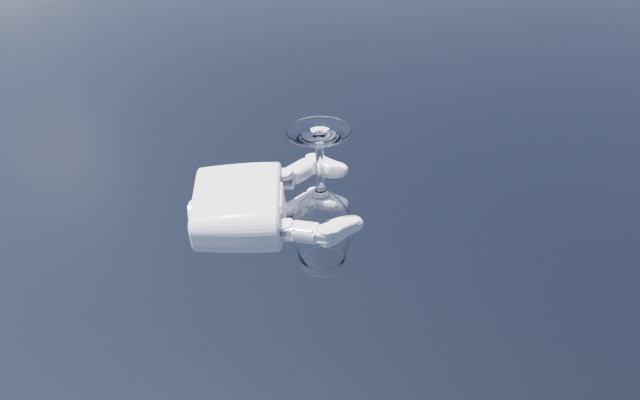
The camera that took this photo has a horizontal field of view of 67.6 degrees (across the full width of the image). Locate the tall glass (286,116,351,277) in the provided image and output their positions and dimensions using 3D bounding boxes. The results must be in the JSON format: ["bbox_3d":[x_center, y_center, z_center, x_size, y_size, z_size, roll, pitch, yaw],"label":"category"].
[{"bbox_3d":[0.000,0.001,0.596,0.079,0.201,0.079,-1,35,1],"label":"tall glass"}]
